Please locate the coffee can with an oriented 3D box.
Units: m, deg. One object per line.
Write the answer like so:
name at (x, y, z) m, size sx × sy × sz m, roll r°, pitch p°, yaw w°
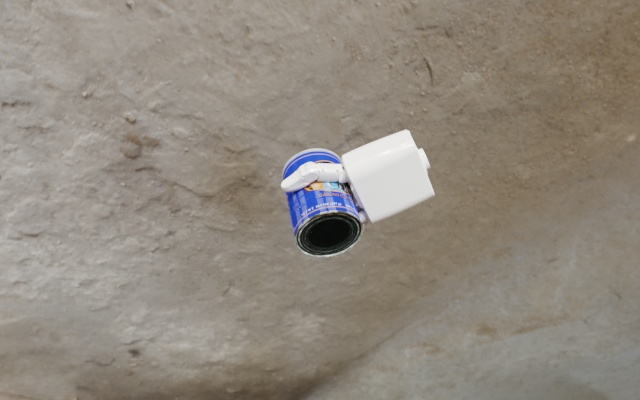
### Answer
coffee can at (0.000, 0.002, 0.741) m, size 0.103 × 0.140 × 0.103 m, roll -8°, pitch -43°, yaw -7°
